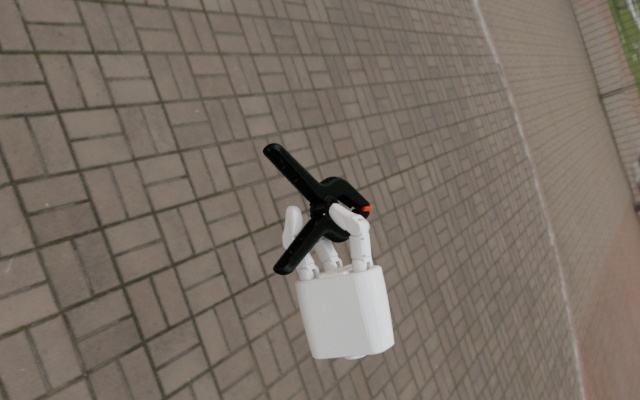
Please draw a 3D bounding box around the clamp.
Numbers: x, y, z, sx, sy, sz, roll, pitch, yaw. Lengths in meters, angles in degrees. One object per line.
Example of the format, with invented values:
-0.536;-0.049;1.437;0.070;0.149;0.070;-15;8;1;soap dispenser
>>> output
0.001;0.002;0.658;0.036;0.164;0.210;-9;-1;39;clamp
